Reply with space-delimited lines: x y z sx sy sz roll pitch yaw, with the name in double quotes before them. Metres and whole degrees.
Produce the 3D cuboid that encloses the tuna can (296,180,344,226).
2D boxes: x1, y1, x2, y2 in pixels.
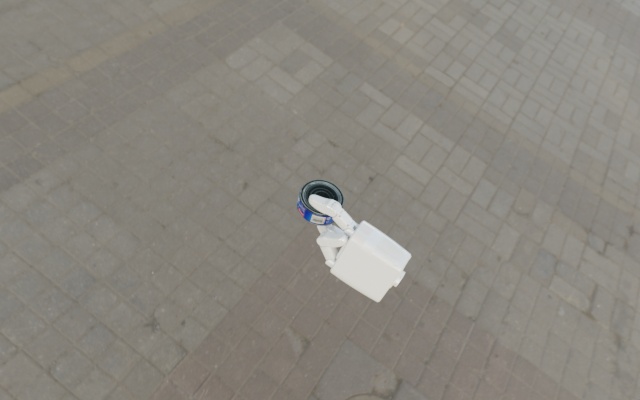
"tuna can" 0.000 0.003 0.886 0.086 0.086 0.034 0 -37 -14
